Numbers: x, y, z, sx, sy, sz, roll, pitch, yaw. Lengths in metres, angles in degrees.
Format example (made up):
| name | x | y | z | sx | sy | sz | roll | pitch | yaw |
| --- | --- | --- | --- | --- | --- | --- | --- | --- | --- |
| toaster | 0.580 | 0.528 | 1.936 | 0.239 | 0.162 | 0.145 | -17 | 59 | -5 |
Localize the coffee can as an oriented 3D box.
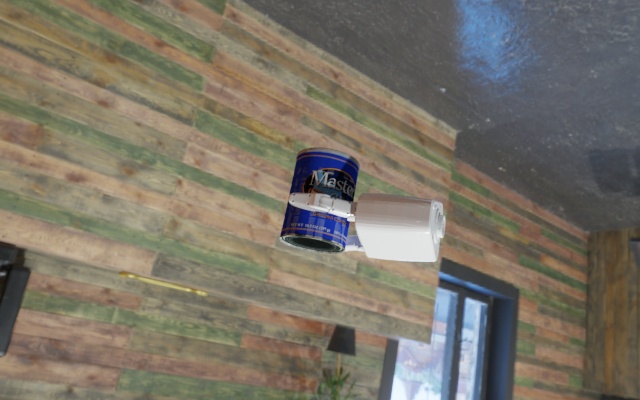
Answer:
| name | x | y | z | sx | sy | sz | roll | pitch | yaw |
| --- | --- | --- | --- | --- | --- | --- | --- | --- | --- |
| coffee can | 0.000 | 0.002 | 0.742 | 0.103 | 0.140 | 0.103 | 10 | -17 | 3 |
